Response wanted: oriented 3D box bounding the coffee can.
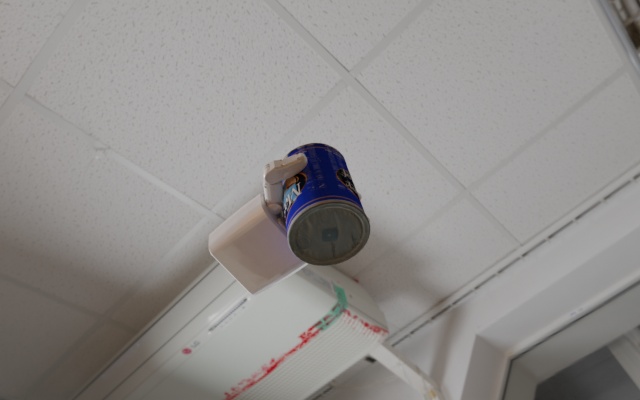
[{"bbox_3d":[0.000,0.002,0.637,0.103,0.103,0.140,0,36,-11],"label":"coffee can"}]
